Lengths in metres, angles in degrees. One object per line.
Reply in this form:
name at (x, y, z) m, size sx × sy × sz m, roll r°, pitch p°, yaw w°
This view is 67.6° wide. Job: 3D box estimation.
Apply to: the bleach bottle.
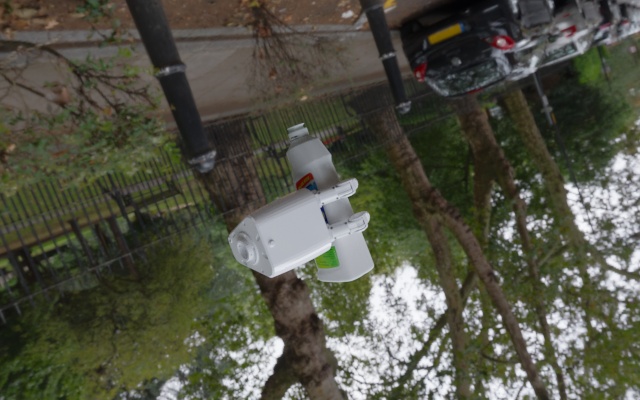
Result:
bleach bottle at (0.000, 0.003, 0.759) m, size 0.068 × 0.251 × 0.102 m, roll -25°, pitch 7°, yaw -34°
